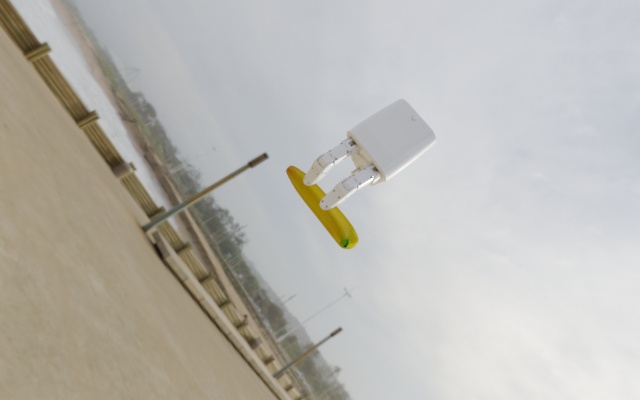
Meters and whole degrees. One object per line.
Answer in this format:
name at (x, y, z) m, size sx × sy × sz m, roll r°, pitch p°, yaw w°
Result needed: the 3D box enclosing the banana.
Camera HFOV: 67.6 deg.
banana at (0.008, 0.015, 0.747) m, size 0.197 × 0.037 × 0.070 m, roll 50°, pitch -5°, yaw 41°
